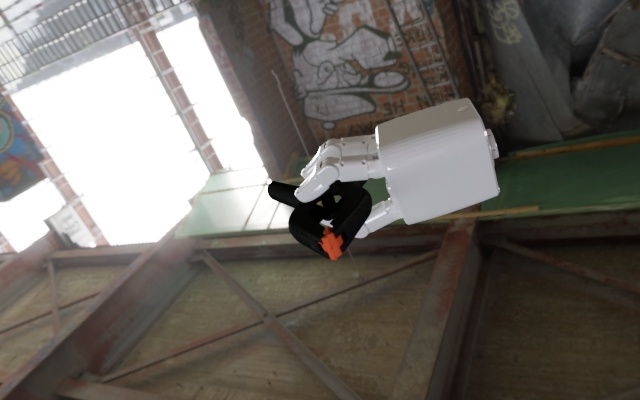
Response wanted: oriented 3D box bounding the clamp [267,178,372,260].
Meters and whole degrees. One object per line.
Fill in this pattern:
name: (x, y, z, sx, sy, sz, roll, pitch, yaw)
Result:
clamp: (0.001, 0.003, 0.546, 0.164, 0.036, 0.210, -19, 25, 15)
